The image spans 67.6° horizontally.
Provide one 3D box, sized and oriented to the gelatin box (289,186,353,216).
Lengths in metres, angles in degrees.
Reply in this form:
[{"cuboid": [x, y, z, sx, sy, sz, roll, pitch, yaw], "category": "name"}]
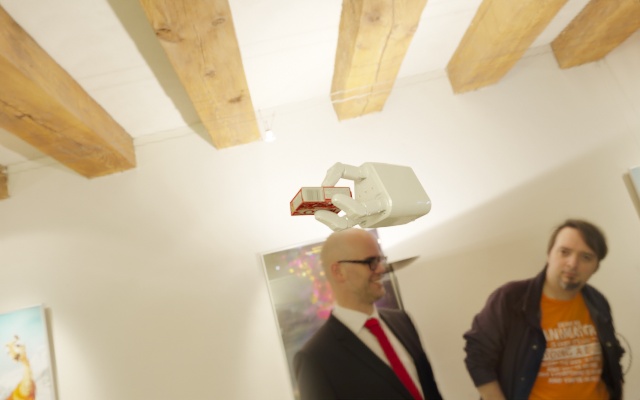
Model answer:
[{"cuboid": [0.000, 0.002, 0.800, 0.089, 0.030, 0.073, 0, -19, -21], "category": "gelatin box"}]
